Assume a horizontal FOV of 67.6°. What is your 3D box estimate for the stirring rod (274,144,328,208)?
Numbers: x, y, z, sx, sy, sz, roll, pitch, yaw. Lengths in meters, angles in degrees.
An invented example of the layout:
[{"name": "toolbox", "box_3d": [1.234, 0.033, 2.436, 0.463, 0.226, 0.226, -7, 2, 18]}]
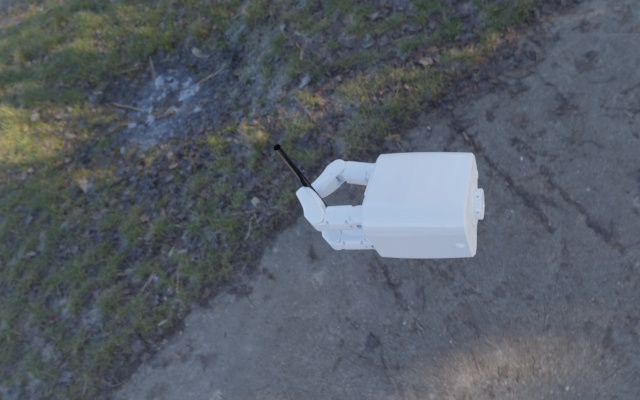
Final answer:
[{"name": "stirring rod", "box_3d": [0.000, 0.002, 0.589, 0.011, 0.011, 0.240, 0, -28, 25]}]
